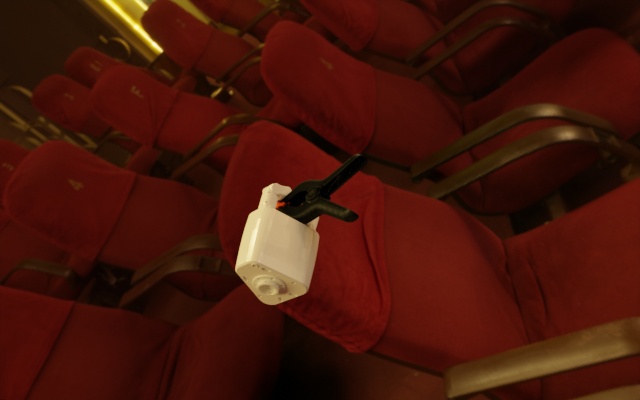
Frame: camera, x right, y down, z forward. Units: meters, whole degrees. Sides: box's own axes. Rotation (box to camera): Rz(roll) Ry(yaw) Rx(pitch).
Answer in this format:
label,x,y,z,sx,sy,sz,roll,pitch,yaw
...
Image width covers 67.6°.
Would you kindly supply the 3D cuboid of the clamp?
label,x,y,z,sx,sy,sz,roll,pitch,yaw
clamp,0.000,0.002,0.750,0.171,0.120,0.039,-26,-54,32
